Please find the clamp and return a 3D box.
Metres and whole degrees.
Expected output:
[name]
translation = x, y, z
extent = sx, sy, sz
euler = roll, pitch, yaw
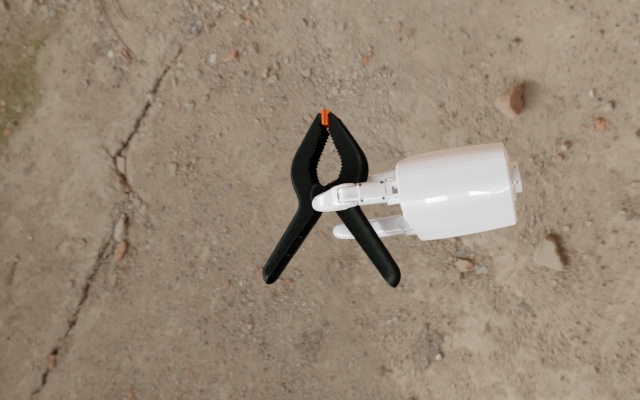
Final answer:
[clamp]
translation = 0.000, 0.001, 0.551
extent = 0.164, 0.210, 0.036
euler = -10, -11, 21
